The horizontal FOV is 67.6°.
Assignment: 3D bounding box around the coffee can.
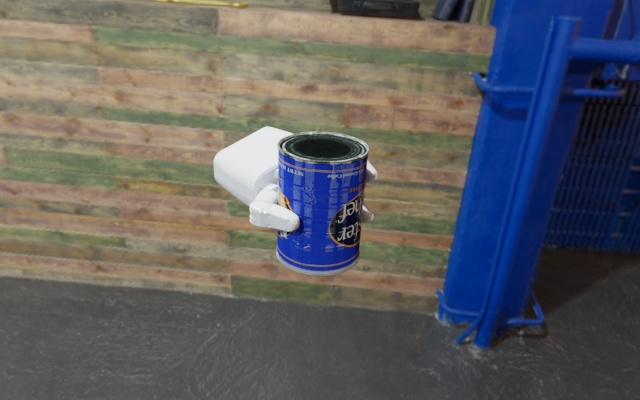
[{"bbox_3d":[0.000,0.002,0.558,0.103,0.140,0.102,3,25,-1],"label":"coffee can"}]
